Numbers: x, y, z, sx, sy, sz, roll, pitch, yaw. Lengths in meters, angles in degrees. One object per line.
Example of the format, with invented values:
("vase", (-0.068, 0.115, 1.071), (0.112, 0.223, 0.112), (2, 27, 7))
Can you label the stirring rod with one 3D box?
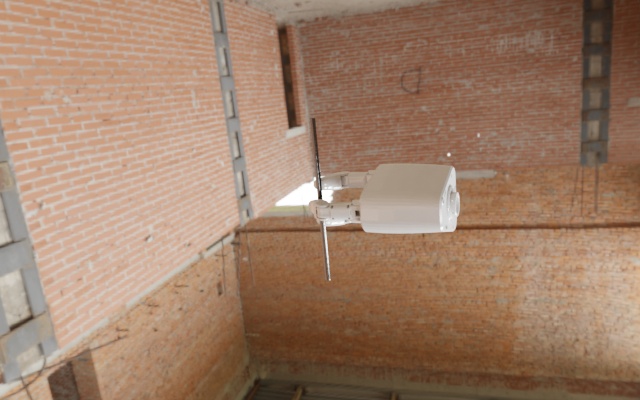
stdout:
("stirring rod", (0.000, 0.002, 0.691), (0.011, 0.239, 0.011), (-5, 13, 1))
